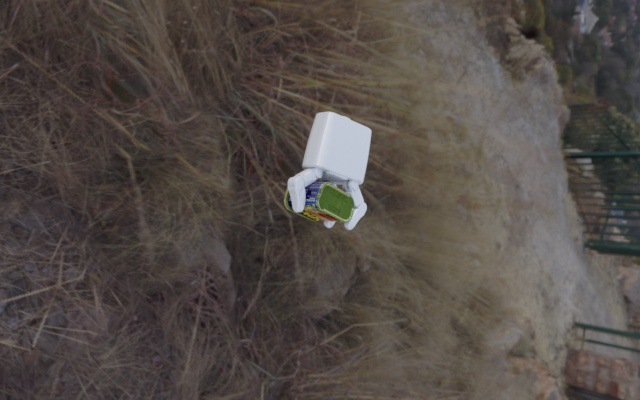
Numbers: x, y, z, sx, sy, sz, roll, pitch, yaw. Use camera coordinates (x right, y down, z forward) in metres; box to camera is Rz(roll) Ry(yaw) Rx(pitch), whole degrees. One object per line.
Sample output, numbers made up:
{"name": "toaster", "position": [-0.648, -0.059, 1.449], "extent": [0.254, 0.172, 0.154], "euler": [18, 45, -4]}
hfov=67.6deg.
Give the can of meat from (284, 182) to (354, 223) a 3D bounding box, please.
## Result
{"name": "can of meat", "position": [0.000, 0.003, 0.867], "extent": [0.084, 0.057, 0.102], "euler": [2, -18, 43]}
